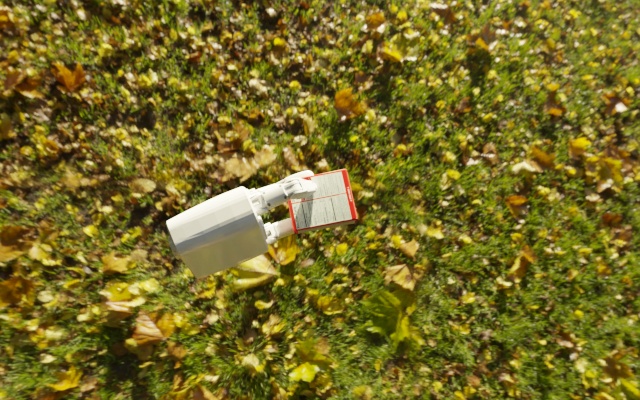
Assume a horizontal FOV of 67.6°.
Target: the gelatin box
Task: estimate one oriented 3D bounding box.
[{"bbox_3d":[0.000,0.002,0.658,0.089,0.073,0.030,-11,-14,-3],"label":"gelatin box"}]
